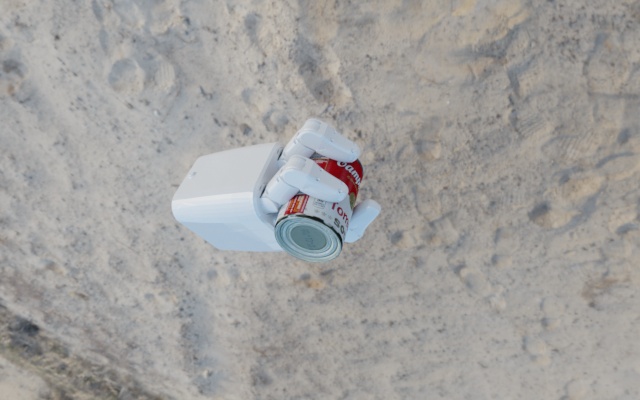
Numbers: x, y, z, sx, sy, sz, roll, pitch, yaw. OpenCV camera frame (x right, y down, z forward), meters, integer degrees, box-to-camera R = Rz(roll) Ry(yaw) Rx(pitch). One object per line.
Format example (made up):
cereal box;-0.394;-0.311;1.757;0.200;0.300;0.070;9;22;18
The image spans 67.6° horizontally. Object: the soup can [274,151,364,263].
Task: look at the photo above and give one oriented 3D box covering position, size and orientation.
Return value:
soup can;0.000;0.002;0.474;0.068;0.102;0.069;11;-42;10
